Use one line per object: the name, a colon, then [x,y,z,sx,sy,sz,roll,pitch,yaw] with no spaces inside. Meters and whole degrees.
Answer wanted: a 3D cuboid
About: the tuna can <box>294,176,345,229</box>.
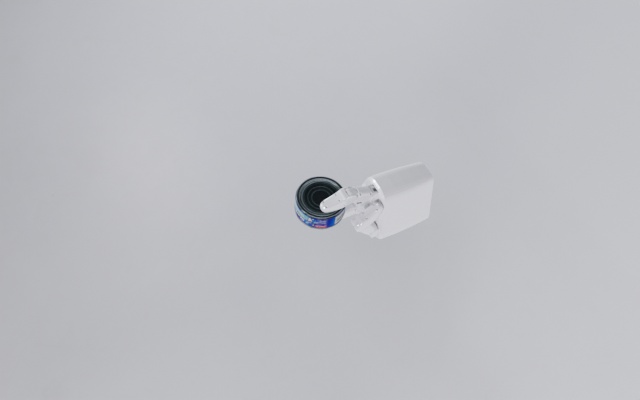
tuna can: [0.000,0.002,0.789,0.086,0.086,0.034,0,-32,-5]
